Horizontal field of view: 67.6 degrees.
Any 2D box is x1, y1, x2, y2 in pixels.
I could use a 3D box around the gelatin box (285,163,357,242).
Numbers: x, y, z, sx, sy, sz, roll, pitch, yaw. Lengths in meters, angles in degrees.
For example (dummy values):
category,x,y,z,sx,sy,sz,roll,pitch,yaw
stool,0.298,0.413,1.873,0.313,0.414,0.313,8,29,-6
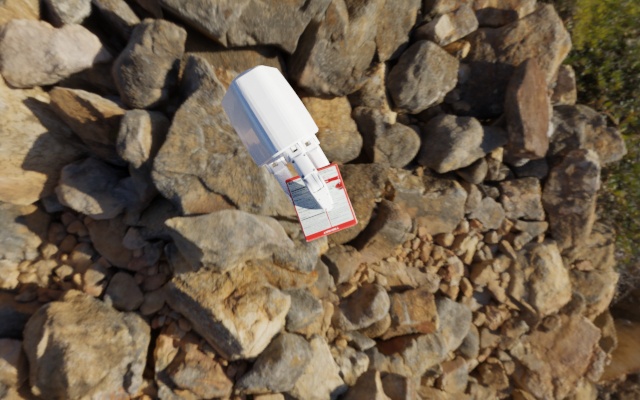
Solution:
category,x,y,z,sx,sy,sz,roll,pitch,yaw
gelatin box,0.000,0.002,0.645,0.073,0.089,0.030,-20,1,-4
